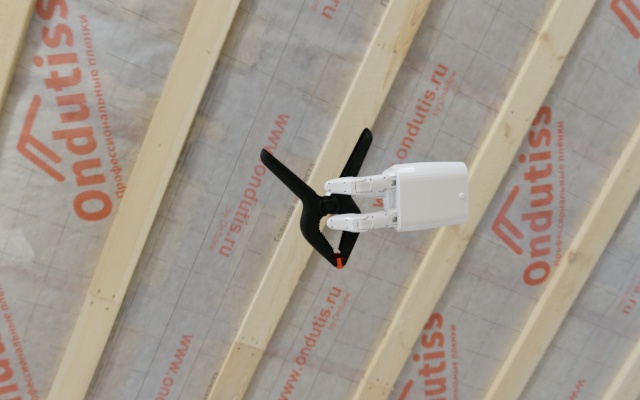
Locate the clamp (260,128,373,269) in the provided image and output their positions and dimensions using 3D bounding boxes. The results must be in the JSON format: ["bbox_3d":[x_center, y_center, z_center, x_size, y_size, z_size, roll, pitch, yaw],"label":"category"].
[{"bbox_3d":[0.000,0.003,0.713,0.164,0.210,0.036,-5,15,-2],"label":"clamp"}]
